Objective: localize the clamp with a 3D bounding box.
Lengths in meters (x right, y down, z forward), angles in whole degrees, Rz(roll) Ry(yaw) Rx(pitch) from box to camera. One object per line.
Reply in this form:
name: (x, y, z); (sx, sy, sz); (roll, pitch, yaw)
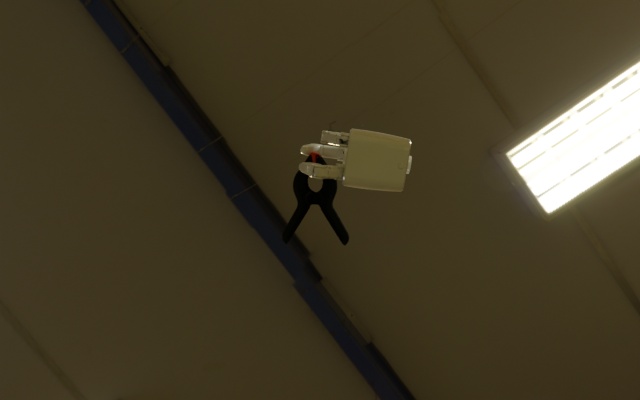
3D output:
clamp: (0.000, 0.003, 0.850); (0.120, 0.171, 0.039); (8, 10, 1)
